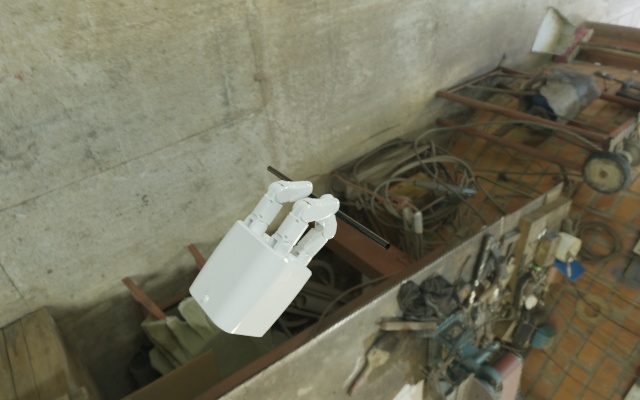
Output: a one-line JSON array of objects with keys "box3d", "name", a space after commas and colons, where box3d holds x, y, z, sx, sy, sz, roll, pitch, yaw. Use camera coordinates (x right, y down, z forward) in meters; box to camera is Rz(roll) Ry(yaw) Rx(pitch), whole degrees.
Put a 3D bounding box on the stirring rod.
[{"box3d": [0.000, 0.002, 0.601, 0.011, 0.011, 0.239, 0, 24, -42], "name": "stirring rod"}]
